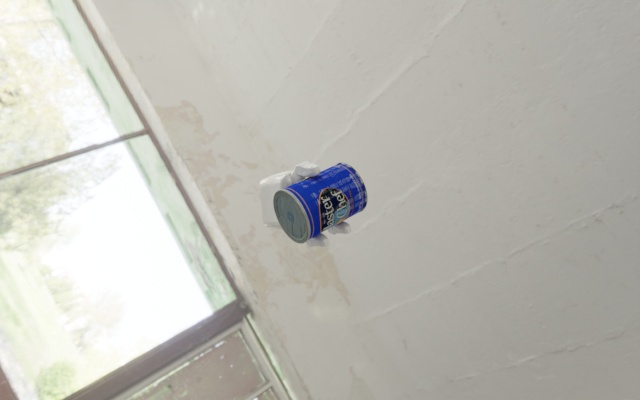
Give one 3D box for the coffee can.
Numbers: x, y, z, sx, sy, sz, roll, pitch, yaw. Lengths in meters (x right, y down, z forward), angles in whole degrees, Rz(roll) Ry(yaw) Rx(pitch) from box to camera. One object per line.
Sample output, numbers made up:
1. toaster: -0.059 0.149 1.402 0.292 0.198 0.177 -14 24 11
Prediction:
1. coffee can: 0.000 0.003 0.869 0.140 0.103 0.103 -26 14 -30
